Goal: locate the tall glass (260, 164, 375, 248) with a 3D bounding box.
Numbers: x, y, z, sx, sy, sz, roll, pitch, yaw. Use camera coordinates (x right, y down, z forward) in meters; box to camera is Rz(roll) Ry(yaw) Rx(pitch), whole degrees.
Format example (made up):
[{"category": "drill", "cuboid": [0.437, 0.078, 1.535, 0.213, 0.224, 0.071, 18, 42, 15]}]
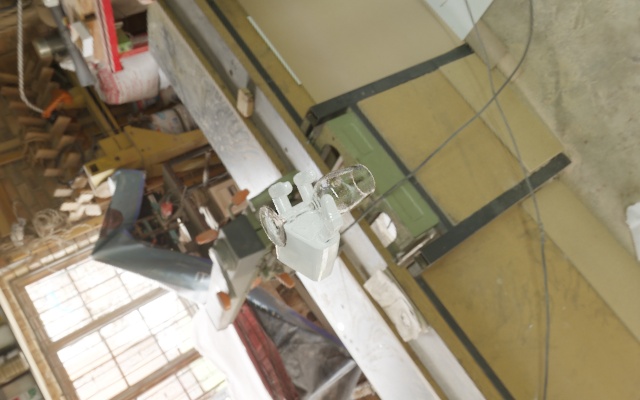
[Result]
[{"category": "tall glass", "cuboid": [0.000, 0.003, 0.813, 0.201, 0.079, 0.079, -28, 14, -29]}]
